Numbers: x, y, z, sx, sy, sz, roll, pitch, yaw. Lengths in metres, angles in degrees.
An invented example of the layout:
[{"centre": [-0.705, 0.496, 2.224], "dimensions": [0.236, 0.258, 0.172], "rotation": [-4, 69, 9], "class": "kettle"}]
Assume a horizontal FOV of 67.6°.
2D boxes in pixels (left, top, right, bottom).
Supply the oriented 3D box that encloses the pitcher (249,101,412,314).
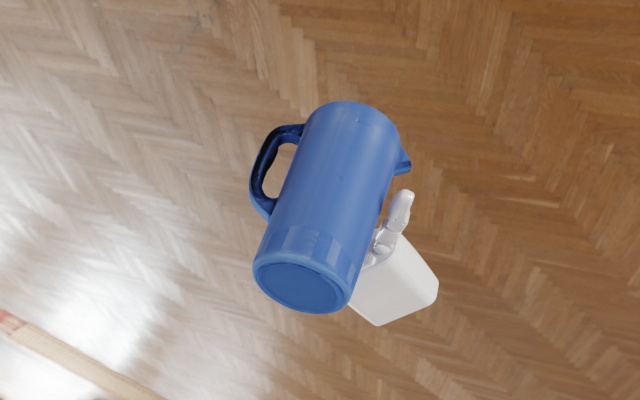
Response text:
[{"centre": [0.000, 0.002, 0.564], "dimensions": [0.149, 0.242, 0.145], "rotation": [-18, -53, 37], "class": "pitcher"}]
